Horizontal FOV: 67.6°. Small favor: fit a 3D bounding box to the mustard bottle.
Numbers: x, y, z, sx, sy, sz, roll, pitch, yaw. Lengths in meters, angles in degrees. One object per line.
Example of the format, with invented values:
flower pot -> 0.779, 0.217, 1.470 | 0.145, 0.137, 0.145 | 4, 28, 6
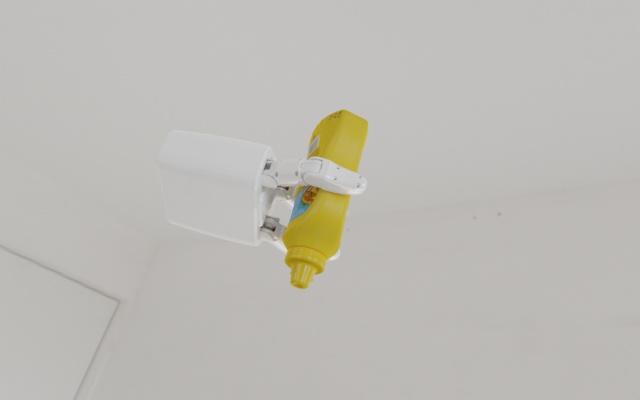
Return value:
mustard bottle -> 0.000, 0.002, 0.508 | 0.058, 0.191, 0.096 | 24, -31, -16
